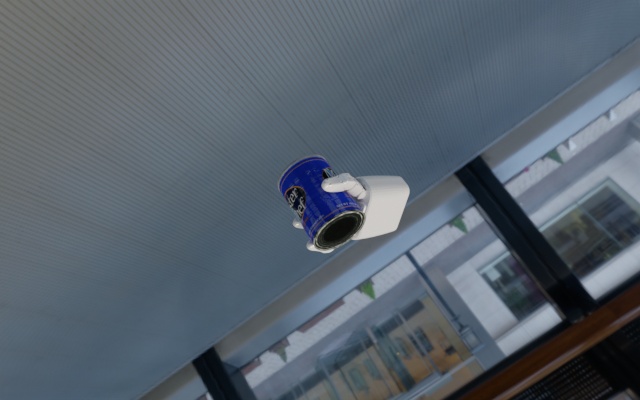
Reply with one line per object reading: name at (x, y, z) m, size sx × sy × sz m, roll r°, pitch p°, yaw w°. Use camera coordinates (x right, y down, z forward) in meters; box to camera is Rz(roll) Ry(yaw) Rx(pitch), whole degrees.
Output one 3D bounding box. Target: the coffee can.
coffee can at (0.000, 0.003, 0.841) m, size 0.103 × 0.140 × 0.103 m, roll -24°, pitch -33°, yaw -16°
